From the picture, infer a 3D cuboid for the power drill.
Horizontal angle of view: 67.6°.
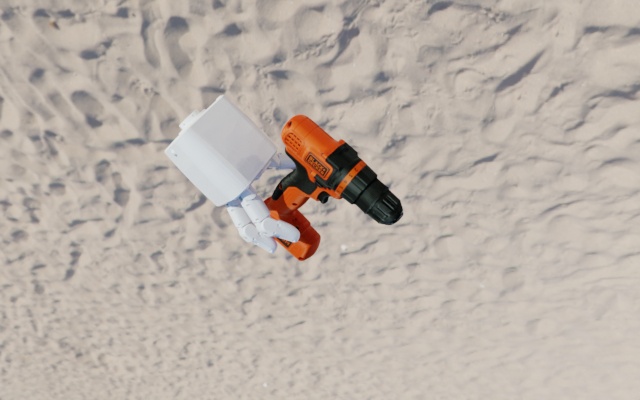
[{"bbox_3d":[0.000,0.002,0.642,0.057,0.184,0.188,-39,-11,-46],"label":"power drill"}]
